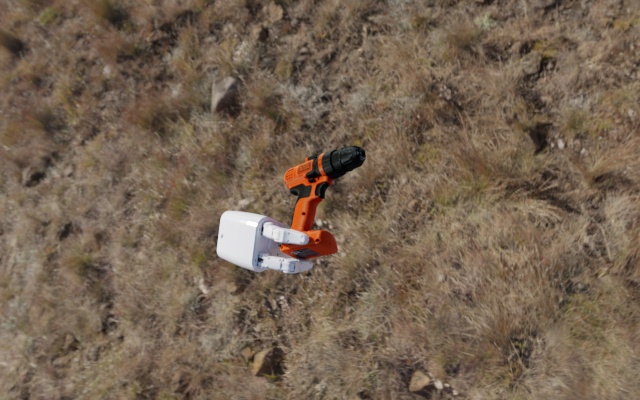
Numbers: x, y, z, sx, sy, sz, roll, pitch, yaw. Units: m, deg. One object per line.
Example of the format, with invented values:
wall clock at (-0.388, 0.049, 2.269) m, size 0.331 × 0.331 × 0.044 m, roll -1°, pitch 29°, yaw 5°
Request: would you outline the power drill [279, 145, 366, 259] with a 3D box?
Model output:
power drill at (0.000, 0.003, 0.838) m, size 0.057 × 0.187 × 0.184 m, roll 29°, pitch -33°, yaw -36°
